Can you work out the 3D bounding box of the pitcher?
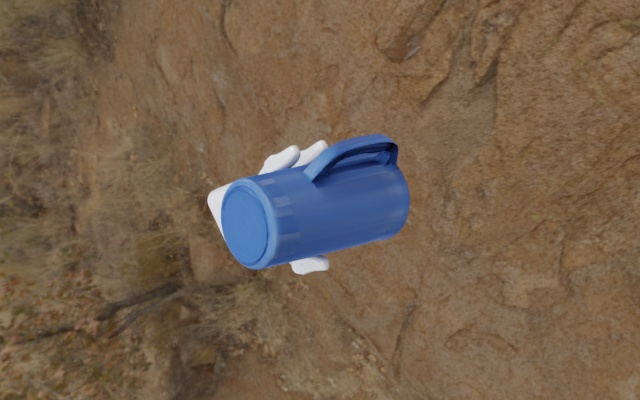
[{"bbox_3d":[0.000,0.002,0.623,0.243,0.149,0.145,-12,2,-44],"label":"pitcher"}]
